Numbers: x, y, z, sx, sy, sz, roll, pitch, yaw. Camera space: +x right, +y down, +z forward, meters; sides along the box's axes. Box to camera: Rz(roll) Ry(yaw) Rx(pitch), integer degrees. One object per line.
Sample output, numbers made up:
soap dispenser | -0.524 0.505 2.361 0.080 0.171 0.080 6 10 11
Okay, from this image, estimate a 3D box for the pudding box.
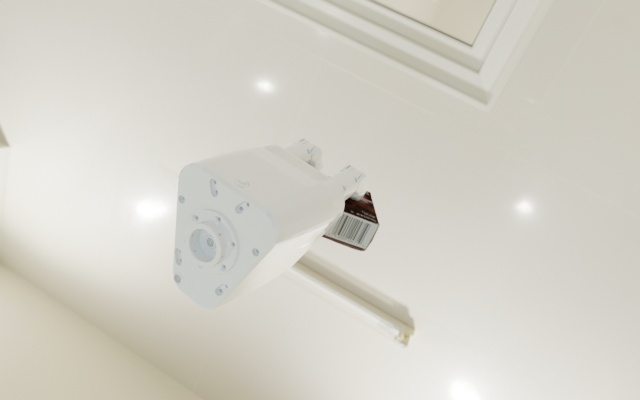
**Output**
pudding box | 0.000 0.002 0.498 0.113 0.039 0.090 23 21 -9
